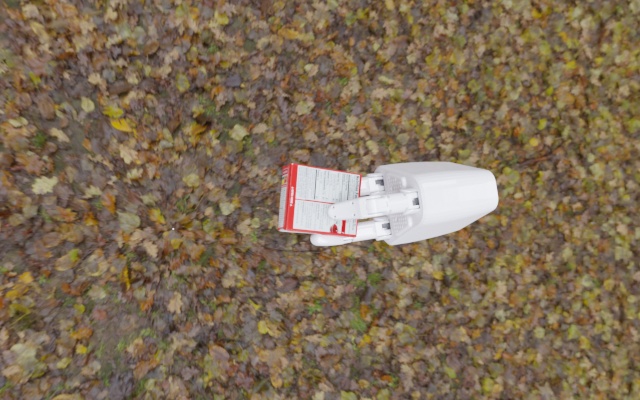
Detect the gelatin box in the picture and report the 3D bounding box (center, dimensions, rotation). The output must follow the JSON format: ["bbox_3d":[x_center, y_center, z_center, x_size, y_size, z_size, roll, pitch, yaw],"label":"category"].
[{"bbox_3d":[0.000,0.002,0.531,0.089,0.073,0.030,7,-7,-24],"label":"gelatin box"}]
